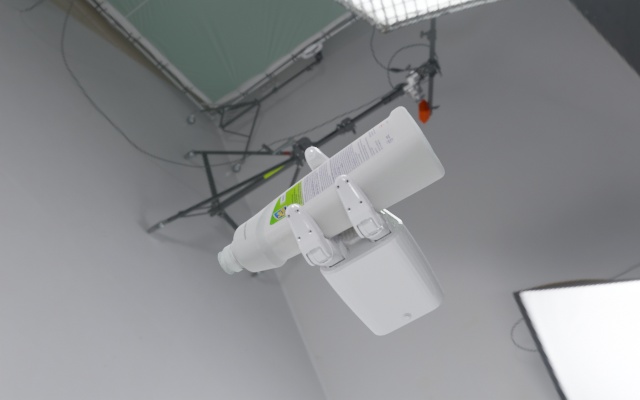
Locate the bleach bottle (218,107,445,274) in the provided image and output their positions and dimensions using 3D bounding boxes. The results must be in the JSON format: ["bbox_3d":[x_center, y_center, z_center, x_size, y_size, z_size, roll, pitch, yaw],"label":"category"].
[{"bbox_3d":[0.000,0.002,0.506,0.251,0.068,0.102,-31,22,13],"label":"bleach bottle"}]
